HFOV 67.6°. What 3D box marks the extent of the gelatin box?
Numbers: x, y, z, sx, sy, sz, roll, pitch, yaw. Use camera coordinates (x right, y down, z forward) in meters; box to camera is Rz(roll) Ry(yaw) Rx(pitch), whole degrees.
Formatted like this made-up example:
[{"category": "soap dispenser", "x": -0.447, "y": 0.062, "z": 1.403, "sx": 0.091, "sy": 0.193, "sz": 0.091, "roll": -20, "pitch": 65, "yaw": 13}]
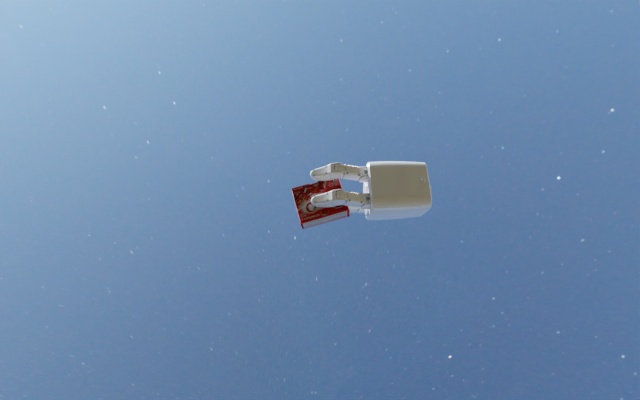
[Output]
[{"category": "gelatin box", "x": 0.000, "y": 0.003, "z": 0.847, "sx": 0.089, "sy": 0.073, "sz": 0.030, "roll": -16, "pitch": -27, "yaw": -2}]
